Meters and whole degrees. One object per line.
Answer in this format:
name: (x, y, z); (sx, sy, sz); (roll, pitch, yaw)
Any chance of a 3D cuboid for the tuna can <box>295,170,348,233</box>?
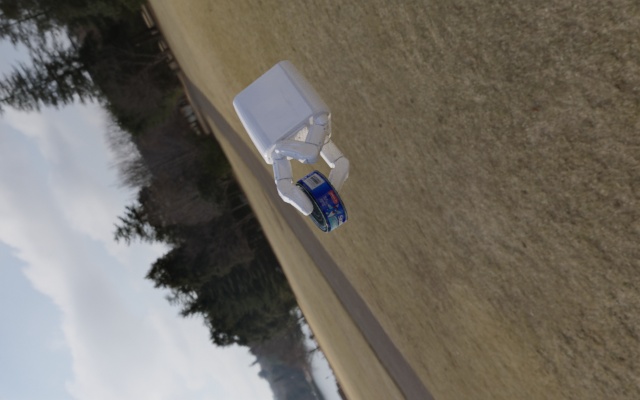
tuna can: (0.000, 0.003, 0.672); (0.033, 0.086, 0.086); (-32, 9, -14)
